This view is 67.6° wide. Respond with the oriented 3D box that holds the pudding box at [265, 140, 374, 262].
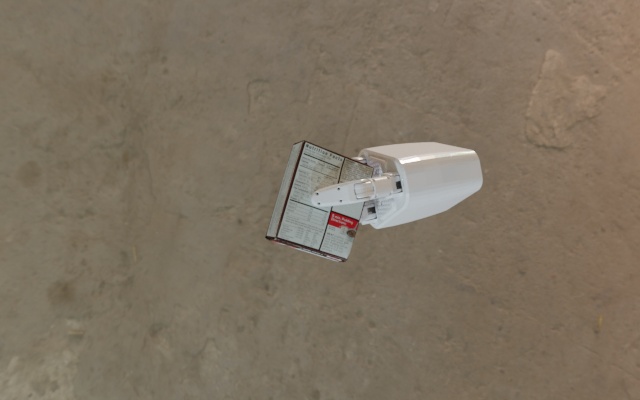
[{"bbox_3d":[0.000,0.002,0.520,0.090,0.113,0.039,19,-11,-19],"label":"pudding box"}]
